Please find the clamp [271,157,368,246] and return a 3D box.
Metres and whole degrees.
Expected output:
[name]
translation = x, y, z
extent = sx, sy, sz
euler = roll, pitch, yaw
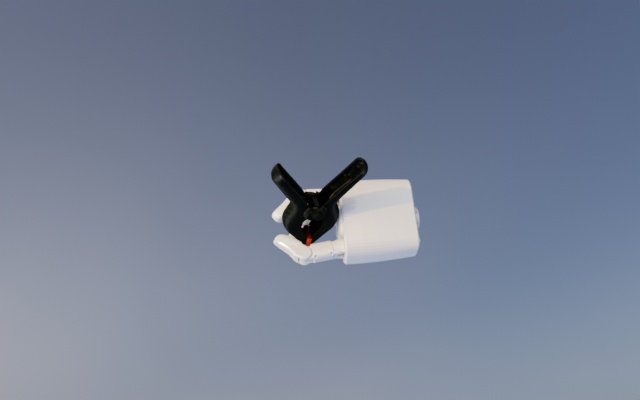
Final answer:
[clamp]
translation = 0.000, 0.003, 0.635
extent = 0.120, 0.039, 0.172
euler = -6, -33, -4
